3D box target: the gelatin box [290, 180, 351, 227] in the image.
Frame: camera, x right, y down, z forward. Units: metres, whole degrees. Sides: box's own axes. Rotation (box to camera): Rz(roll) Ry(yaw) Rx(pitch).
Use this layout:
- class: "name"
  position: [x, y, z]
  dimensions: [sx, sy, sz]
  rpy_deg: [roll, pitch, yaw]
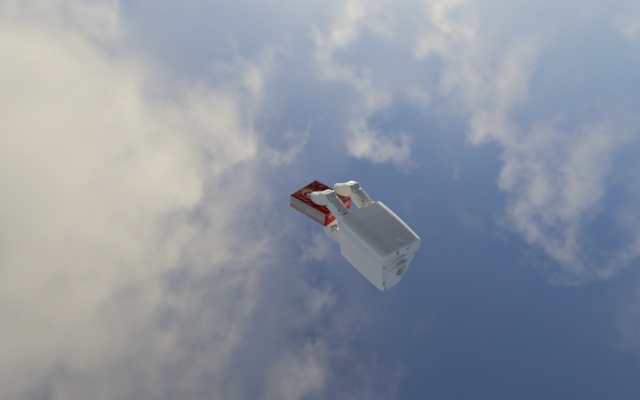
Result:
- class: "gelatin box"
  position: [0.000, 0.003, 0.888]
  dimensions: [0.089, 0.030, 0.073]
  rpy_deg: [28, 42, 29]
